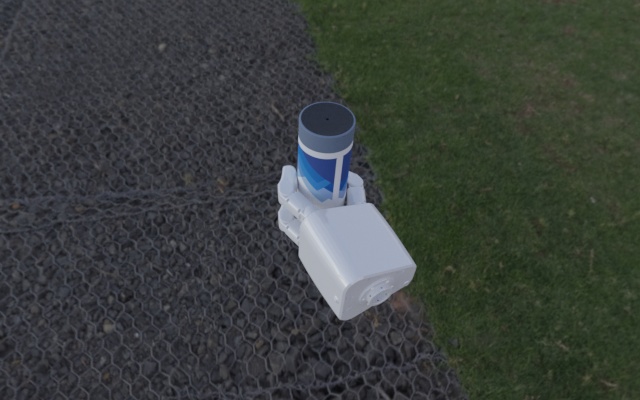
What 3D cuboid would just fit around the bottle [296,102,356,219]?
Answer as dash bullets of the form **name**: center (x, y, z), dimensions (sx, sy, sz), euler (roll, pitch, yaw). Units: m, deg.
- **bottle**: center (0.000, 0.002, 0.666), dimensions (0.069, 0.069, 0.296), euler (0, -41, -4)
